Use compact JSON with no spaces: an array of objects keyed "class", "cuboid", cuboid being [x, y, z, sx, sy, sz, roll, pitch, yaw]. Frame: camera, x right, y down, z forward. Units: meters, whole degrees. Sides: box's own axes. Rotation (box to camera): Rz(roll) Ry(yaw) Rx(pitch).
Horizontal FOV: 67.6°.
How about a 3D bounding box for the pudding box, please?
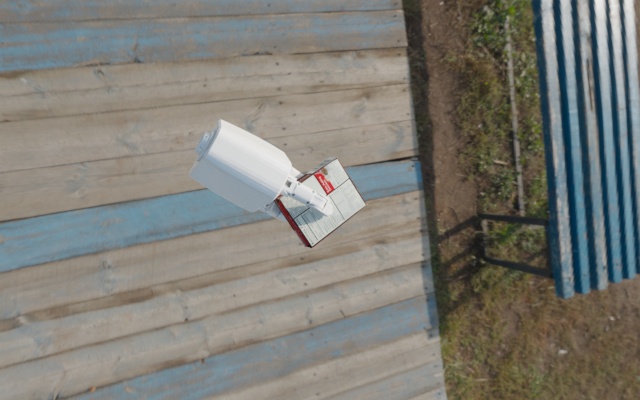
[{"class":"pudding box","cuboid":[0.000,0.002,0.704,0.113,0.090,0.039,-36,13,-15]}]
